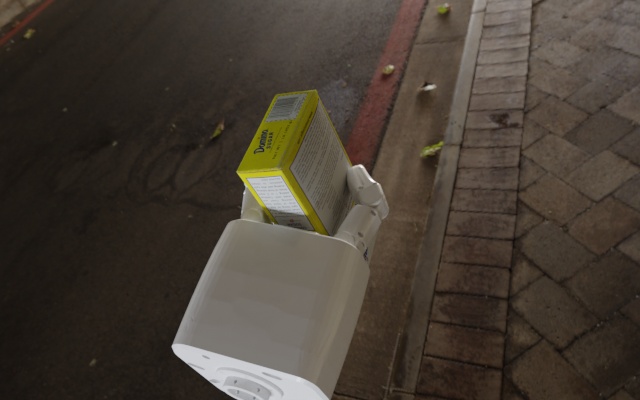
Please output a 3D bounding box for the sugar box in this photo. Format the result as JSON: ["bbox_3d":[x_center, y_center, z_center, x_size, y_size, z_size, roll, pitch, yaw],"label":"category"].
[{"bbox_3d":[-0.001,0.001,0.420,0.048,0.093,0.176,0,-41,26],"label":"sugar box"}]
